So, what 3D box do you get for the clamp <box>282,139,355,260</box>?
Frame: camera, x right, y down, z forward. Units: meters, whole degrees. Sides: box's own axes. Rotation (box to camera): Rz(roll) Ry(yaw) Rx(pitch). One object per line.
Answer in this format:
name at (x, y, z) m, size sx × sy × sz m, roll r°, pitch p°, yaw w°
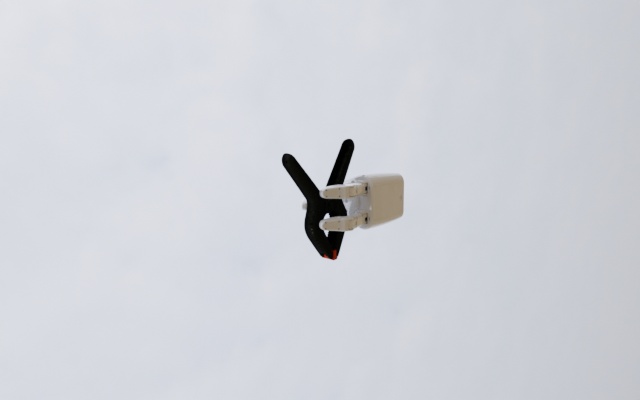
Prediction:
clamp at (0.000, 0.003, 0.813) m, size 0.036 × 0.210 × 0.164 m, roll 9°, pitch 13°, yaw 44°
